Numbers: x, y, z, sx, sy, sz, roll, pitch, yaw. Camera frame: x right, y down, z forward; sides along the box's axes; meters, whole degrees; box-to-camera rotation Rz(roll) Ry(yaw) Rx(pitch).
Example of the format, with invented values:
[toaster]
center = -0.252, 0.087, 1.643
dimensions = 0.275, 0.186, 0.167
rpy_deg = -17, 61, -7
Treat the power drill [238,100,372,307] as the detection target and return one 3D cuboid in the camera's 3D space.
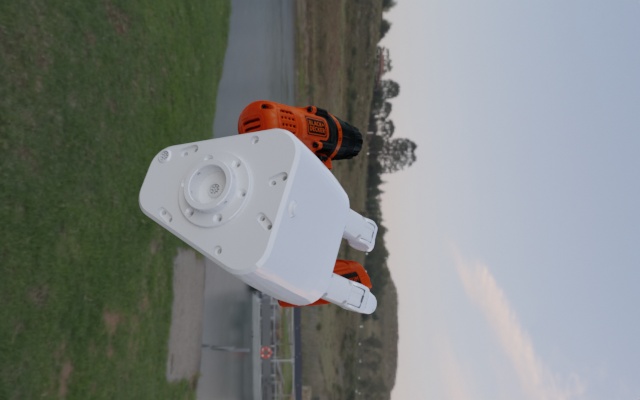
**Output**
[power drill]
center = 0.000, 0.002, 0.471
dimensions = 0.057, 0.187, 0.184
rpy_deg = -14, -7, 33
